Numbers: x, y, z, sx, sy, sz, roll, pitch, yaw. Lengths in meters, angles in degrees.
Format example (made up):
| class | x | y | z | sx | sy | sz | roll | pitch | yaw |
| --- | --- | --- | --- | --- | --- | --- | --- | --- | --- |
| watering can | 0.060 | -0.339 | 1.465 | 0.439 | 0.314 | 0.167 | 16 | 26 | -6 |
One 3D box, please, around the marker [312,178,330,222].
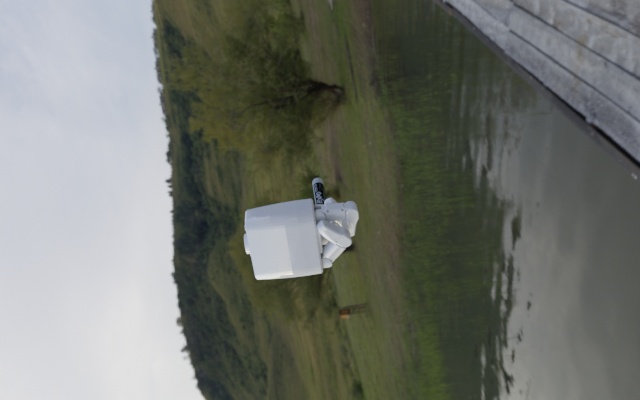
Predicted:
| class | x | y | z | sx | sy | sz | roll | pitch | yaw |
| --- | --- | --- | --- | --- | --- | --- | --- | --- | --- |
| marker | 0.000 | 0.003 | 0.781 | 0.020 | 0.020 | 0.121 | 0 | 35 | -6 |
